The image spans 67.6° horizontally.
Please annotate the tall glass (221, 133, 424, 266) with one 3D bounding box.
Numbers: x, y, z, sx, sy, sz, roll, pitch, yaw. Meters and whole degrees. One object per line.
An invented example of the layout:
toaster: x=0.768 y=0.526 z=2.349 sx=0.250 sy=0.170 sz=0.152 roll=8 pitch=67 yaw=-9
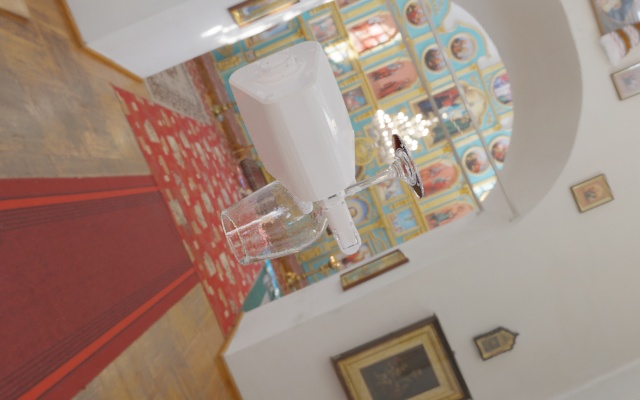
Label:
tall glass: x=0.001 y=0.002 z=0.501 sx=0.201 sy=0.079 sz=0.079 roll=-23 pitch=0 yaw=0
